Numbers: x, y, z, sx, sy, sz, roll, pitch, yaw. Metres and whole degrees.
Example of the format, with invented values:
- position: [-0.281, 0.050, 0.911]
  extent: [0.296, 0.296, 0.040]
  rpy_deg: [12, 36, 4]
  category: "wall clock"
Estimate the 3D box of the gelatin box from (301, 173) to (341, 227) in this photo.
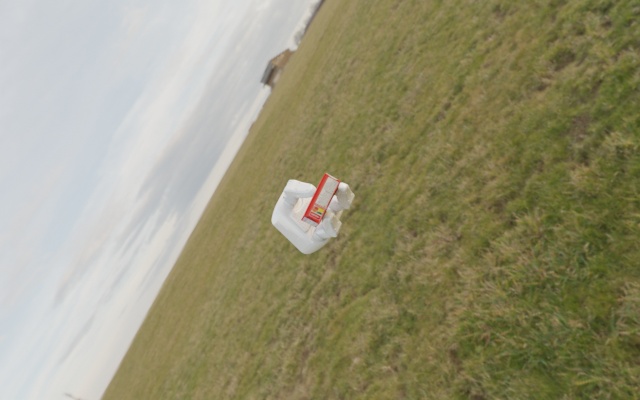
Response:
- position: [0.000, 0.002, 0.745]
  extent: [0.030, 0.073, 0.089]
  rpy_deg: [27, -8, 0]
  category: "gelatin box"
